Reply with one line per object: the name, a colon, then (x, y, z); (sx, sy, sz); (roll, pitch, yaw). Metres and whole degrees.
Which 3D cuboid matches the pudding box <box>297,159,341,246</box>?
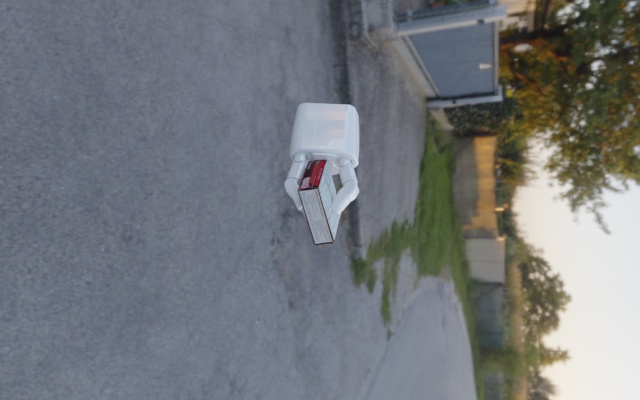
pudding box: (0.000, 0.003, 0.781); (0.039, 0.114, 0.090); (-7, 32, 17)
